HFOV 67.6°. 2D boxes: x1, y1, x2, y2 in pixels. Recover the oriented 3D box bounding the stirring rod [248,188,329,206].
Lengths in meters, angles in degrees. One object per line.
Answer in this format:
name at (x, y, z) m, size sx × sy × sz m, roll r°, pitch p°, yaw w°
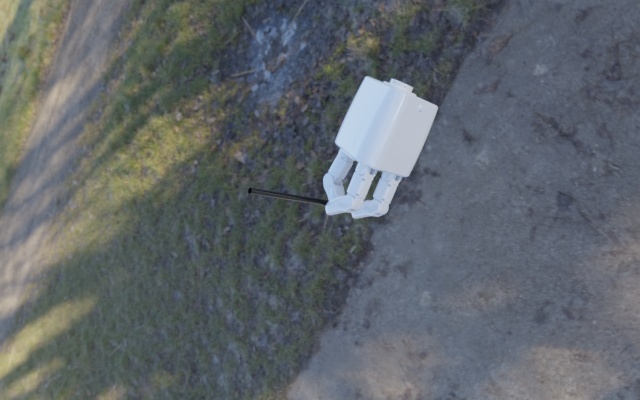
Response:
stirring rod at (0.000, 0.002, 0.670) m, size 0.239 × 0.011 × 0.011 m, roll 9°, pitch -6°, yaw -43°
